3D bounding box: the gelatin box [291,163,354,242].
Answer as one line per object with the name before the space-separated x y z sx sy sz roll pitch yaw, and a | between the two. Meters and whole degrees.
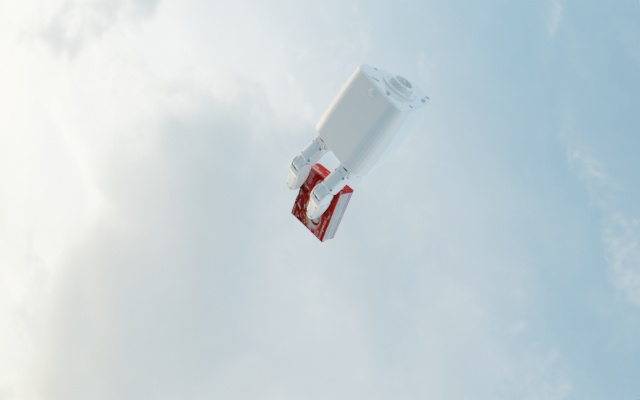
gelatin box | 0.000 0.002 0.684 0.030 0.089 0.073 -13 44 -43
